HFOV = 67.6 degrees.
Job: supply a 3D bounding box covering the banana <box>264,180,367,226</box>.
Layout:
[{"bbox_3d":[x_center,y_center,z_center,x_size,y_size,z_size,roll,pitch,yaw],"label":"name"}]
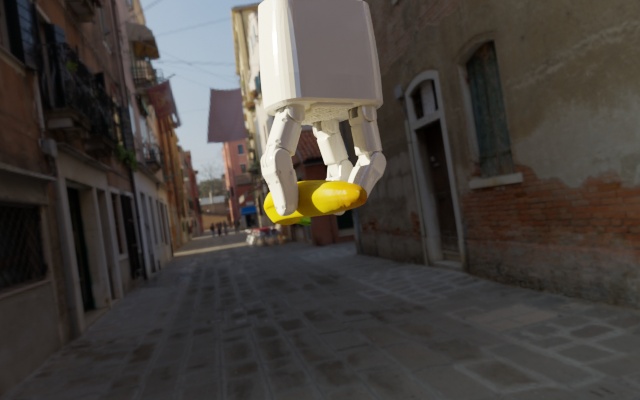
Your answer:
[{"bbox_3d":[-0.019,0.002,0.491,0.069,0.037,0.198,-1,-6,-17],"label":"banana"}]
